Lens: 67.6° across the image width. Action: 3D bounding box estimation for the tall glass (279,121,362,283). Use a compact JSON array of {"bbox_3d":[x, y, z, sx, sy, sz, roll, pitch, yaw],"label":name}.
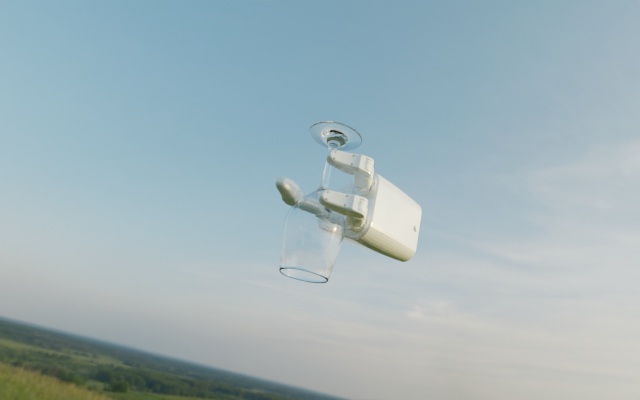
[{"bbox_3d":[0.000,0.001,0.618,0.079,0.201,0.079,12,-21,5],"label":"tall glass"}]
